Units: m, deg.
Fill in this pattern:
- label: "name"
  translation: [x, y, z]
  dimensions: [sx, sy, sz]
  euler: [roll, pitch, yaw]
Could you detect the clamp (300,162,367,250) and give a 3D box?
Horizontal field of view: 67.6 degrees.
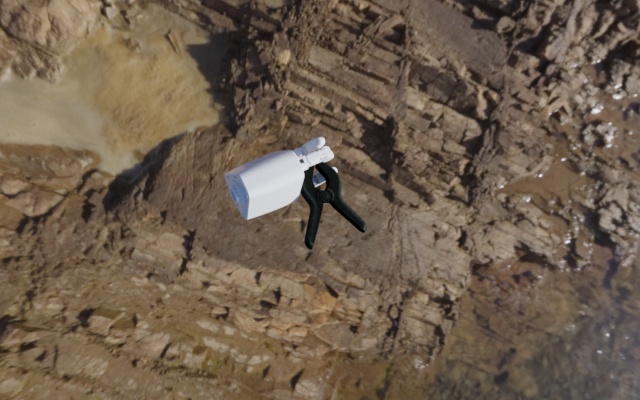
- label: "clamp"
  translation: [0.000, 0.003, 0.867]
  dimensions: [0.120, 0.171, 0.039]
  euler: [-25, -4, -25]
